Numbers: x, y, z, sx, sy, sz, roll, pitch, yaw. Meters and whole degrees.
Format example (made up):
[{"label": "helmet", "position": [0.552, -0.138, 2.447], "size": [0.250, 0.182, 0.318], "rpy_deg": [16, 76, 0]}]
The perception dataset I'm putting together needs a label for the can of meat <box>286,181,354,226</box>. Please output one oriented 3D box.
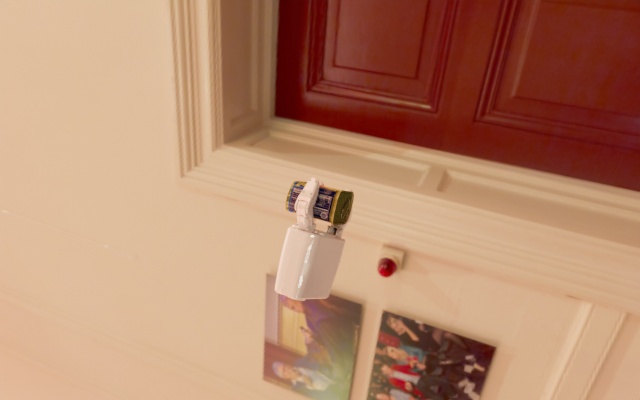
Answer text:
[{"label": "can of meat", "position": [0.000, 0.002, 0.787], "size": [0.084, 0.057, 0.102], "rpy_deg": [14, 4, 18]}]
